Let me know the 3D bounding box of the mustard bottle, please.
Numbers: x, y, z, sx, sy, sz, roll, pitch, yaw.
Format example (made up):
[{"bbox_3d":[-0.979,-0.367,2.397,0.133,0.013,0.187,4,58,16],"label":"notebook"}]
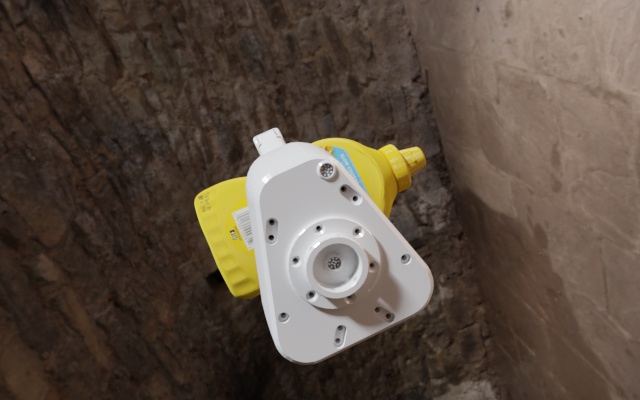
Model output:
[{"bbox_3d":[0.000,0.001,0.402,0.191,0.096,0.058,-25,-13,-4],"label":"mustard bottle"}]
